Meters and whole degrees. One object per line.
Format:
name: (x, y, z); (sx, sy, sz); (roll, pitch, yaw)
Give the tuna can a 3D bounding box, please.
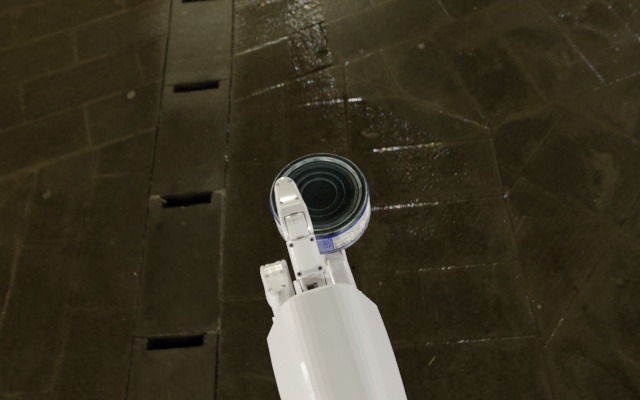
tuna can: (0.000, 0.001, 0.414); (0.086, 0.086, 0.034); (0, -31, 8)
